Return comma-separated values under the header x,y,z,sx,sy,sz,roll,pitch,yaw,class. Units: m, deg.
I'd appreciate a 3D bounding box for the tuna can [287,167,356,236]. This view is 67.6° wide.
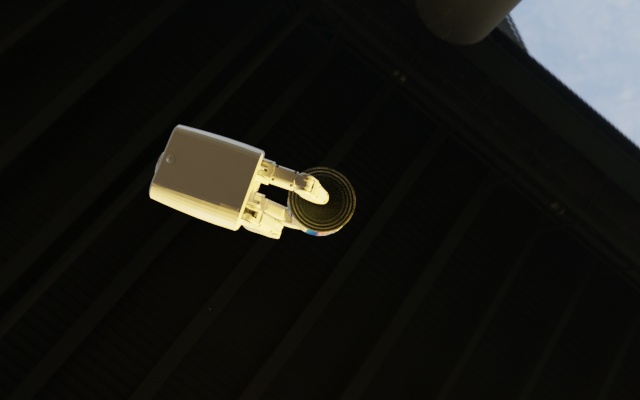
x,y,z,sx,sy,sz,roll,pitch,yaw,class
0.000,0.002,0.618,0.086,0.086,0.034,0,-14,-8,tuna can
